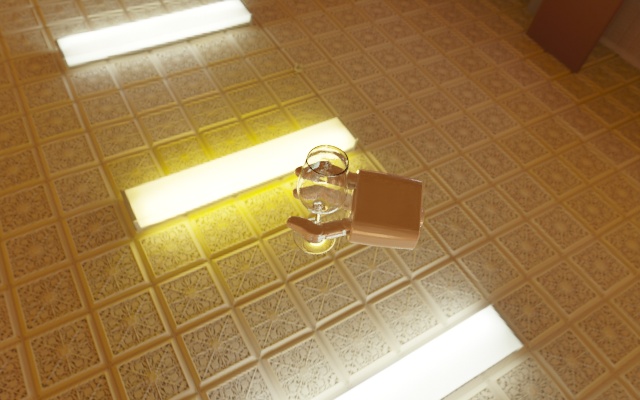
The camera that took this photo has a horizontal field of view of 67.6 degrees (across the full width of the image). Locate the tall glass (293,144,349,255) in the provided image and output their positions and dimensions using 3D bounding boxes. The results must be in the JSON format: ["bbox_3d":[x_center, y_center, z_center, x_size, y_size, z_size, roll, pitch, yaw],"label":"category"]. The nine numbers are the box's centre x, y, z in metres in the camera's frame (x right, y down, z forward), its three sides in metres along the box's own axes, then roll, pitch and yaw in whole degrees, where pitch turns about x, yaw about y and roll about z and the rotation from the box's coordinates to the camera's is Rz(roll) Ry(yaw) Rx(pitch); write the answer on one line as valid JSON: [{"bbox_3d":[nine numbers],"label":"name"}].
[{"bbox_3d":[0.000,0.003,0.756,0.079,0.079,0.201,0,-37,-7],"label":"tall glass"}]
